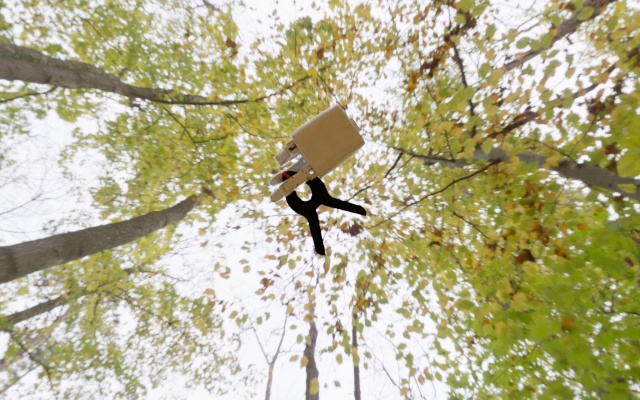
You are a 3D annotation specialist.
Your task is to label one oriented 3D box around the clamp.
[{"bbox_3d":[0.000,0.003,0.888,0.120,0.171,0.039,-35,-2,2],"label":"clamp"}]
